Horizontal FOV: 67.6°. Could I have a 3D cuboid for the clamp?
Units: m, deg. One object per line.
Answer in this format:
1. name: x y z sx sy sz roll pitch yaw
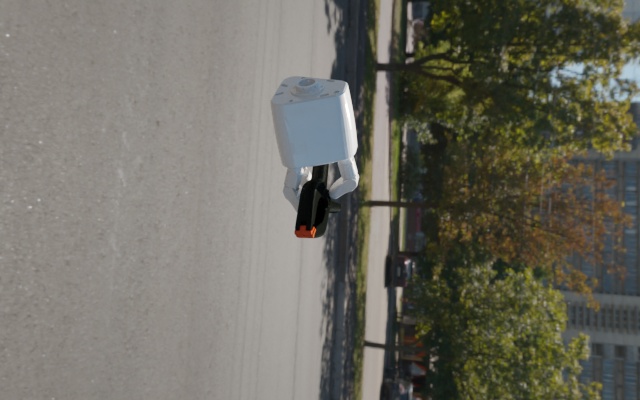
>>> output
1. clamp: 0.001 0.003 0.791 0.036 0.165 0.209 -2 39 16
